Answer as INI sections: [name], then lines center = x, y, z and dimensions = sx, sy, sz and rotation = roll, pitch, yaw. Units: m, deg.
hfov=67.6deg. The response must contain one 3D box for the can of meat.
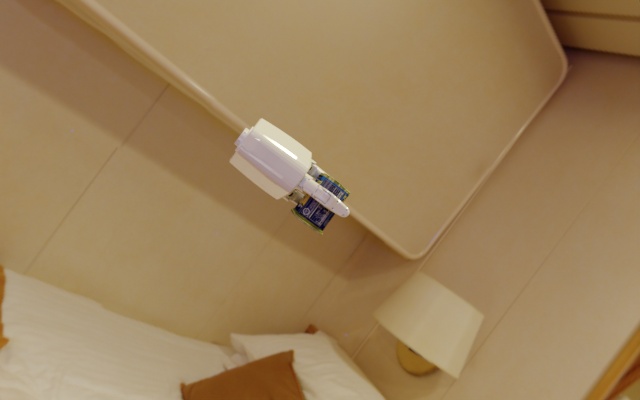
[can of meat]
center = 0.000, 0.002, 0.787
dimensions = 0.057, 0.084, 0.102
rotation = 36, 0, -8
